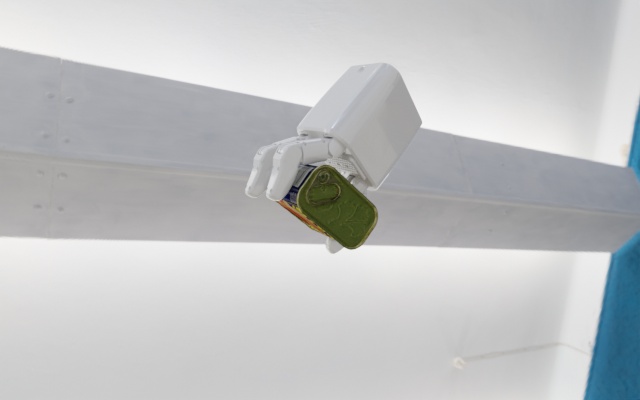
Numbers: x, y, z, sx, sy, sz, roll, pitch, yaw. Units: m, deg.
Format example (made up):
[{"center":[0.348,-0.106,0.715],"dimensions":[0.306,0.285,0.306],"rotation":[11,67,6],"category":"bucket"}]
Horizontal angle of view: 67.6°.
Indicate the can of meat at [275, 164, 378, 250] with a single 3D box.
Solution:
[{"center":[0.000,0.002,0.531],"dimensions":[0.102,0.057,0.084],"rotation":[40,-11,-30],"category":"can of meat"}]
